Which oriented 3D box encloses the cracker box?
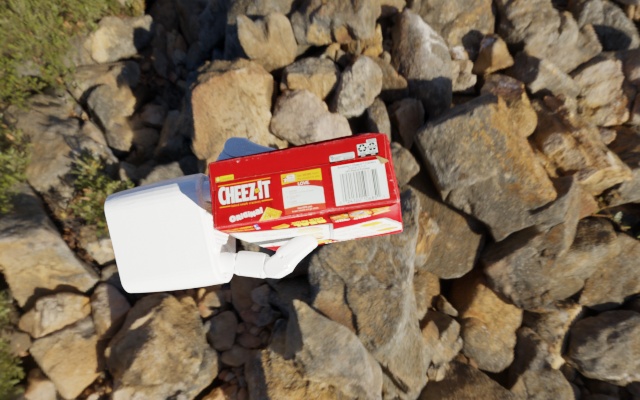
[{"bbox_3d":[0.000,0.002,0.507,0.164,0.072,0.214,-9,-12,9],"label":"cracker box"}]
